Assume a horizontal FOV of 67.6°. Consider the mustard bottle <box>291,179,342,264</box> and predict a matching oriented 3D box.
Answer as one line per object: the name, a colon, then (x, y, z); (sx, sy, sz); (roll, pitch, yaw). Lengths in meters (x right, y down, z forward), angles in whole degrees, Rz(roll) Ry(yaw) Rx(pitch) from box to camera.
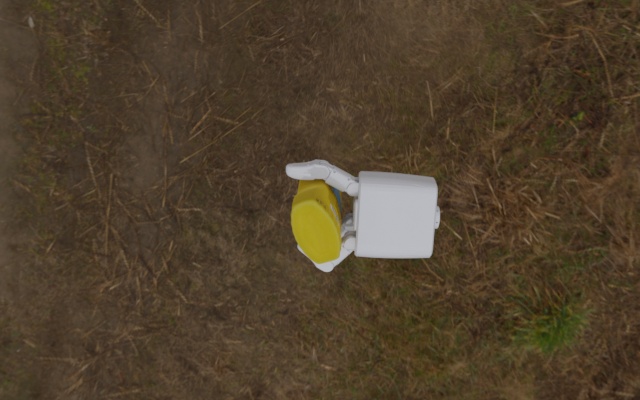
mustard bottle: (0.000, 0.002, 0.691); (0.058, 0.096, 0.191); (-19, 23, 13)
